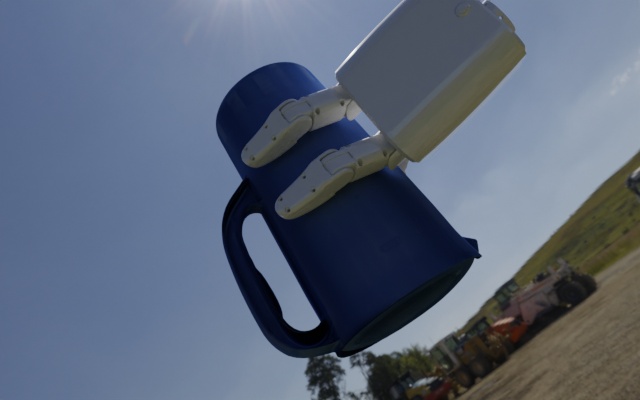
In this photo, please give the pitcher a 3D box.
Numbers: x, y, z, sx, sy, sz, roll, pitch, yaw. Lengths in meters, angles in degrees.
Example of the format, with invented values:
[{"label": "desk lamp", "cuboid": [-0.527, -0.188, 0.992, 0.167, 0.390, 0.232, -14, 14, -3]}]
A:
[{"label": "pitcher", "cuboid": [0.000, 0.001, 0.404, 0.145, 0.242, 0.149, -45, -25, 20]}]
